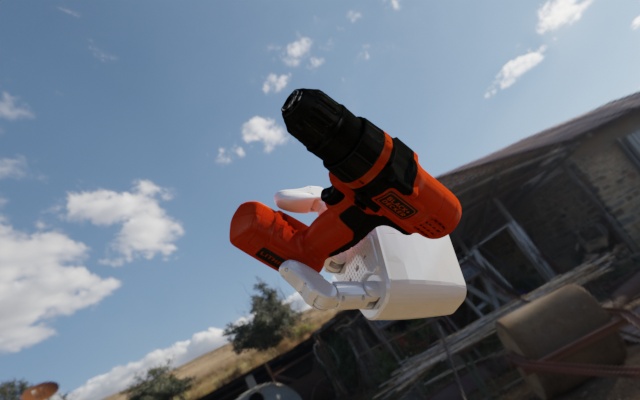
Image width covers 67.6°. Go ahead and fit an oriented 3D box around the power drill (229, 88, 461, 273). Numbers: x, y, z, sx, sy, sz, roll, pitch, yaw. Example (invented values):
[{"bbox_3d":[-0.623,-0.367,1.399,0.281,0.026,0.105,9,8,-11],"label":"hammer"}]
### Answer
[{"bbox_3d":[0.000,0.002,0.424,0.184,0.057,0.188,35,-44,-26],"label":"power drill"}]
